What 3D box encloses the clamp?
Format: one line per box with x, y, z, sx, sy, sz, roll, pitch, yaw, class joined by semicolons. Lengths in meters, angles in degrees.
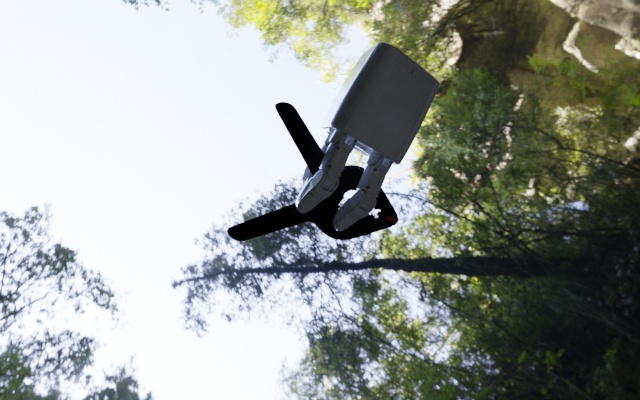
0.000;0.002;0.575;0.210;0.164;0.036;27;4;-27;clamp
